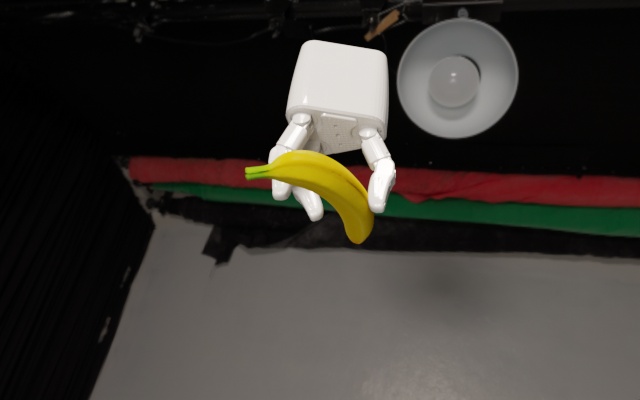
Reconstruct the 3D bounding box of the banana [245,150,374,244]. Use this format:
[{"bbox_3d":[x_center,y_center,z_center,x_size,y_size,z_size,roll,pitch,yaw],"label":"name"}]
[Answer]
[{"bbox_3d":[0.013,-0.004,0.499,0.069,0.037,0.198,-17,-34,33],"label":"banana"}]
